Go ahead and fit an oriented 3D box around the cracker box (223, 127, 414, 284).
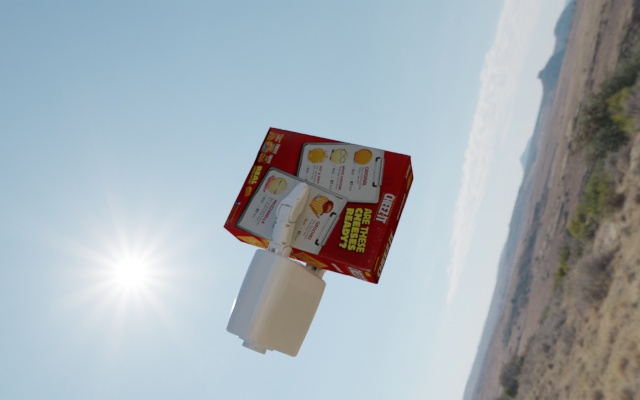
[{"bbox_3d":[0.000,0.002,0.649,0.213,0.164,0.072,15,-19,22],"label":"cracker box"}]
